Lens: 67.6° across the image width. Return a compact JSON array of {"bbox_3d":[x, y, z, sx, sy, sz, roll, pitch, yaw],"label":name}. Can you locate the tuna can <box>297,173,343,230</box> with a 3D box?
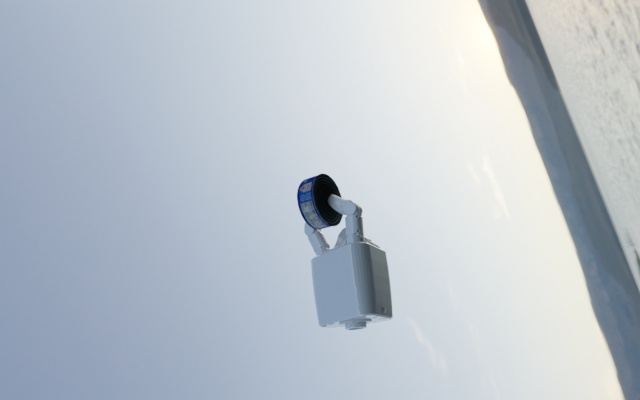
[{"bbox_3d":[0.000,0.003,0.761,0.034,0.086,0.086,-16,-8,31],"label":"tuna can"}]
